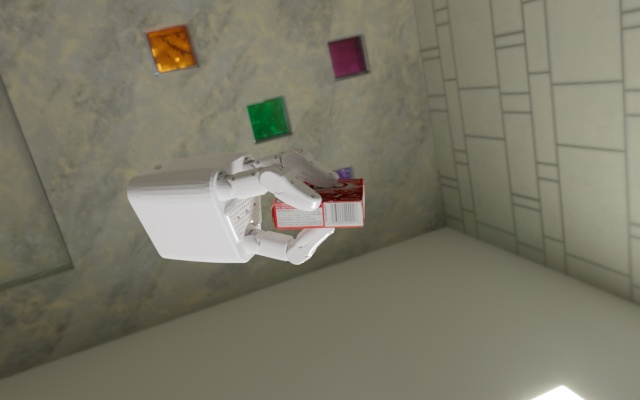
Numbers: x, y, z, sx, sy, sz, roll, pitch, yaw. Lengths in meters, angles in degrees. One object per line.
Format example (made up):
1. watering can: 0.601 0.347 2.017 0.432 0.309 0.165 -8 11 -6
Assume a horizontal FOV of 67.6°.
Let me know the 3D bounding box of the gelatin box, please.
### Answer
1. gelatin box: 0.000 0.002 0.486 0.089 0.030 0.073 -2 19 6
